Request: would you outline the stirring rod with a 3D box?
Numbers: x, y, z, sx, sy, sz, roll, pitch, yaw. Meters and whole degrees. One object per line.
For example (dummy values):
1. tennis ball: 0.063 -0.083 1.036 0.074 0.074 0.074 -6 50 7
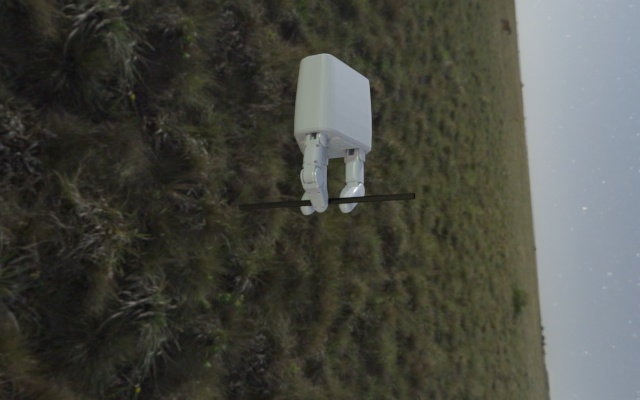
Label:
1. stirring rod: 0.000 0.002 0.609 0.239 0.011 0.011 -4 -2 23
